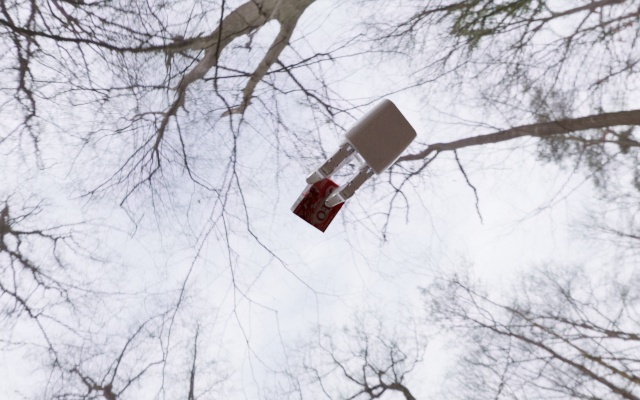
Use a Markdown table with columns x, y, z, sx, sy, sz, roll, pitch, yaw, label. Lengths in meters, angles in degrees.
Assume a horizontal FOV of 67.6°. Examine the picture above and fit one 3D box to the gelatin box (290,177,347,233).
| x | y | z | sx | sy | sz | roll | pitch | yaw | label |
| --- | --- | --- | --- | --- | --- | --- | --- | --- | --- |
| 0.000 | 0.003 | 0.869 | 0.073 | 0.089 | 0.030 | 34 | 4 | -20 | gelatin box |
